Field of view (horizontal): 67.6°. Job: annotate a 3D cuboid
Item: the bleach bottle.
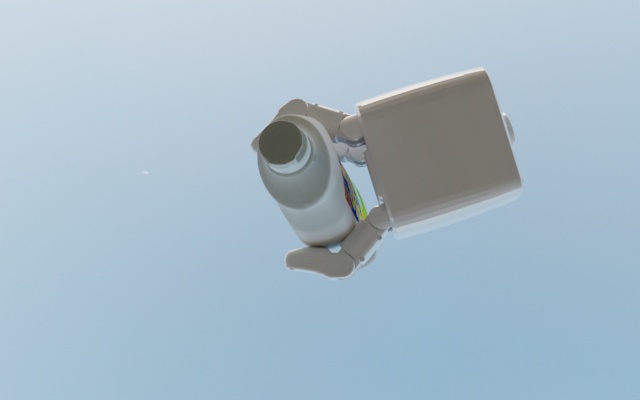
[{"bbox_3d":[0.000,0.001,0.407,0.068,0.102,0.251,-16,-16,7],"label":"bleach bottle"}]
